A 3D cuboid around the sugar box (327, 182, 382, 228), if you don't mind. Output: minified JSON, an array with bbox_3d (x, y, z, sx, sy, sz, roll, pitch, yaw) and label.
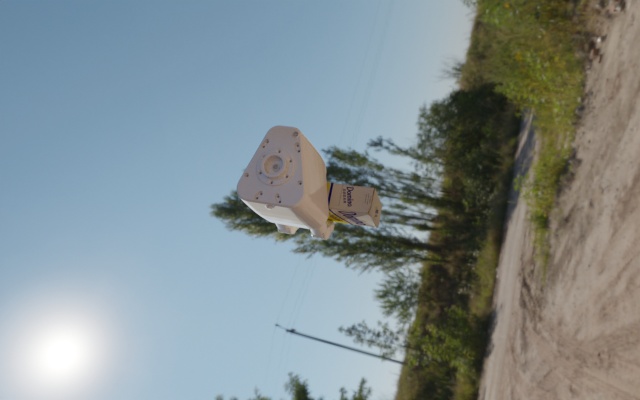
[{"bbox_3d":[0.000,0.003,0.728,0.176,0.048,0.093,10,-13,17],"label":"sugar box"}]
